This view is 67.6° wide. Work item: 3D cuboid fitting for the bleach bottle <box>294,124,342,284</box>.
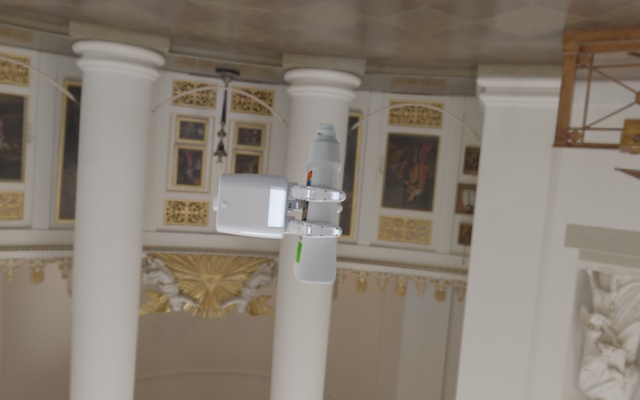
[{"bbox_3d":[0.000,0.003,0.782,0.068,0.251,0.102,4,4,-7],"label":"bleach bottle"}]
